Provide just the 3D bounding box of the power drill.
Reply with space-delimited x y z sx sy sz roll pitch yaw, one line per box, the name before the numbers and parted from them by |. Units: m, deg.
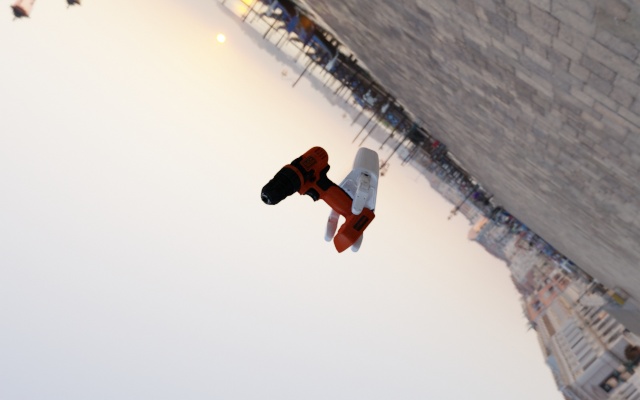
power drill | 0.001 0.003 0.870 0.184 0.187 0.057 -43 2 -42
